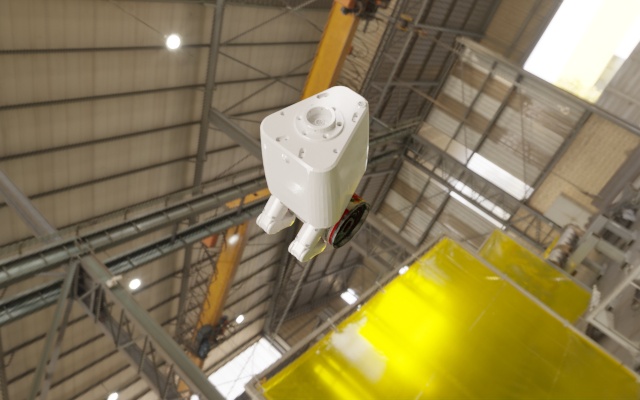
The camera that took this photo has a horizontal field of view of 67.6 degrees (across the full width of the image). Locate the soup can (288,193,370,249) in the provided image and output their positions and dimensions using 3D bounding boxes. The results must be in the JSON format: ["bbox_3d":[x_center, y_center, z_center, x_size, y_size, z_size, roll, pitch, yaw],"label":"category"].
[{"bbox_3d":[0.000,0.002,0.587,0.102,0.068,0.068,38,16,22],"label":"soup can"}]
